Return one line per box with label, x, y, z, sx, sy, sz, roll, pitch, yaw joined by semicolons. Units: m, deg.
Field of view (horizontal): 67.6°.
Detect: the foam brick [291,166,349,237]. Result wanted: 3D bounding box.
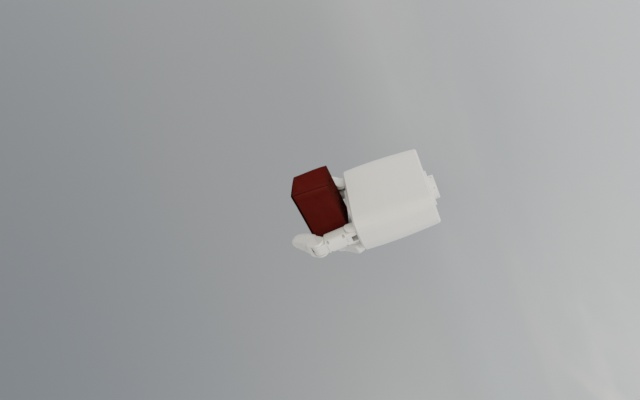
foam brick;0.000;0.002;0.648;0.051;0.078;0.053;-20;32;13
